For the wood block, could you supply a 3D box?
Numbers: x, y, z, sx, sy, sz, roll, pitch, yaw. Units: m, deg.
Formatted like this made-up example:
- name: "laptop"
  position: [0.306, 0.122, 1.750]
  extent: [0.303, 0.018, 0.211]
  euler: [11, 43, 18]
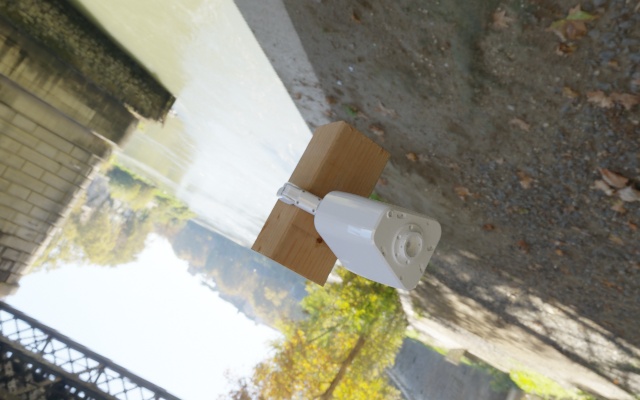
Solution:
- name: "wood block"
  position: [0.000, 0.002, 0.670]
  extent: [0.091, 0.206, 0.090]
  euler: [32, -10, -23]
